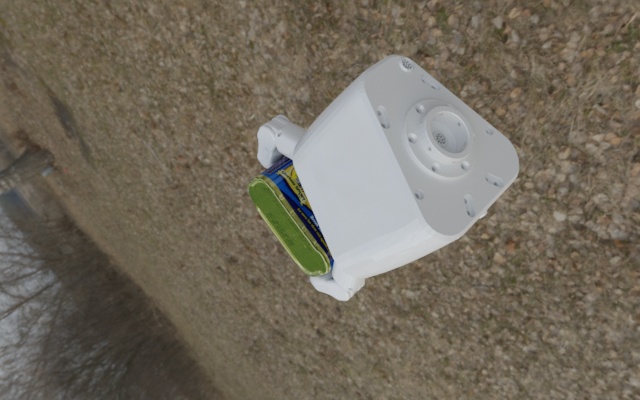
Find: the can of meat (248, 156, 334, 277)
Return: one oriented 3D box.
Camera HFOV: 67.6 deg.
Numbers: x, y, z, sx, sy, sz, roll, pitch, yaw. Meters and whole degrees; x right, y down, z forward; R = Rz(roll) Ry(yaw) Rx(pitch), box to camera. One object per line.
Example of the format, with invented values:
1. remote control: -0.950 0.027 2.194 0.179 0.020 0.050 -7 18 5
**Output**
1. can of meat: 0.000 0.001 0.406 0.084 0.102 0.057 -38 3 -29
